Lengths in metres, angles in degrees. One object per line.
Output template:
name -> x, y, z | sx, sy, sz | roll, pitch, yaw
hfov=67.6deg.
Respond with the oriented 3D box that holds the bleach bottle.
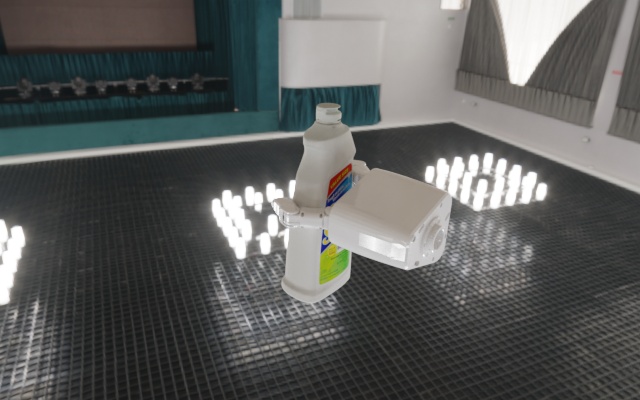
bleach bottle -> 0.000, 0.002, 0.622 | 0.068, 0.251, 0.102 | 21, 30, 36
